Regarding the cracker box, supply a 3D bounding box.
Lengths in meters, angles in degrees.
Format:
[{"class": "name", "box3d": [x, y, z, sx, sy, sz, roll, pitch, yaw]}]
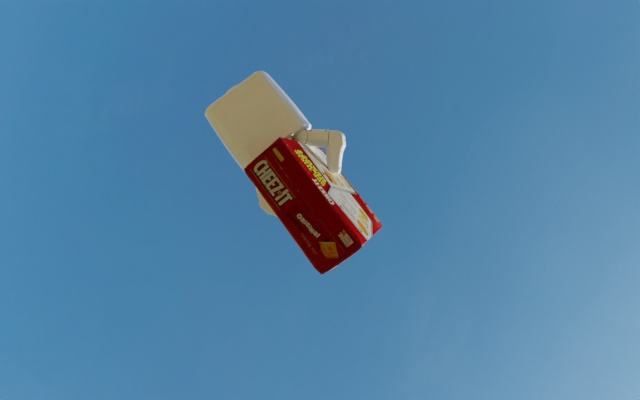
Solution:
[{"class": "cracker box", "box3d": [0.000, 0.002, 0.664, 0.072, 0.164, 0.213, -39, -6, 13]}]
